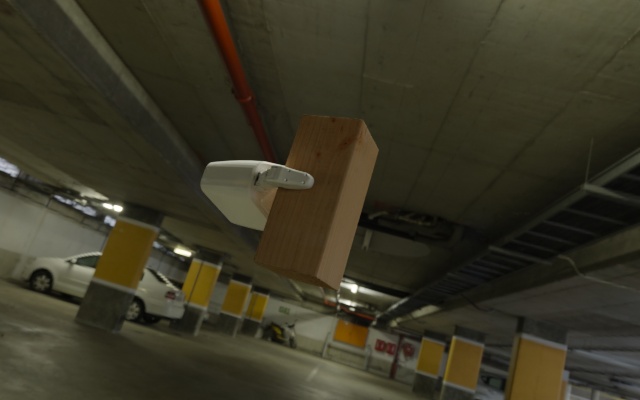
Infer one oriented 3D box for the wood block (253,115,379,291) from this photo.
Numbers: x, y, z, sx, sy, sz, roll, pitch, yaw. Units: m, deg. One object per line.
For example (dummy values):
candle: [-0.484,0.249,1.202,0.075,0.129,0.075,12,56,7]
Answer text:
wood block: [0.000,0.002,0.627,0.090,0.206,0.091,10,-17,25]
